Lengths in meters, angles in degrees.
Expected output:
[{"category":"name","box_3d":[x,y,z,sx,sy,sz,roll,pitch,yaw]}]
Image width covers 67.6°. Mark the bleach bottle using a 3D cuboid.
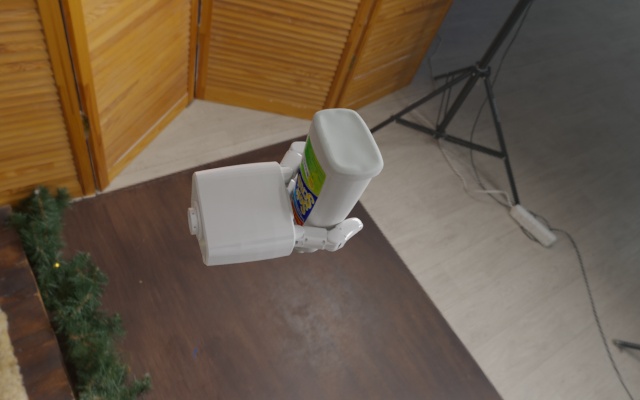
[{"category":"bleach bottle","box_3d":[0.000,0.002,0.625,0.068,0.102,0.251,-7,-33,-21]}]
